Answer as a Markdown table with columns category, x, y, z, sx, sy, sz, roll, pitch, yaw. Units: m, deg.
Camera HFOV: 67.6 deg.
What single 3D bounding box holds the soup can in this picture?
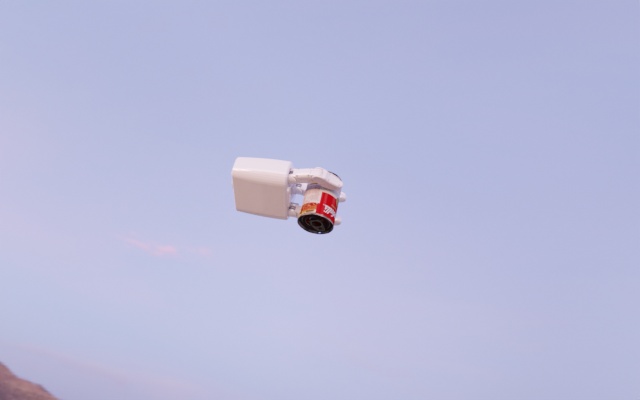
| category | x | y | z | sx | sy | sz | roll | pitch | yaw |
| --- | --- | --- | --- | --- | --- | --- | --- | --- | --- |
| soup can | 0.001 | 0.003 | 0.892 | 0.068 | 0.102 | 0.069 | 9 | -34 | 6 |
